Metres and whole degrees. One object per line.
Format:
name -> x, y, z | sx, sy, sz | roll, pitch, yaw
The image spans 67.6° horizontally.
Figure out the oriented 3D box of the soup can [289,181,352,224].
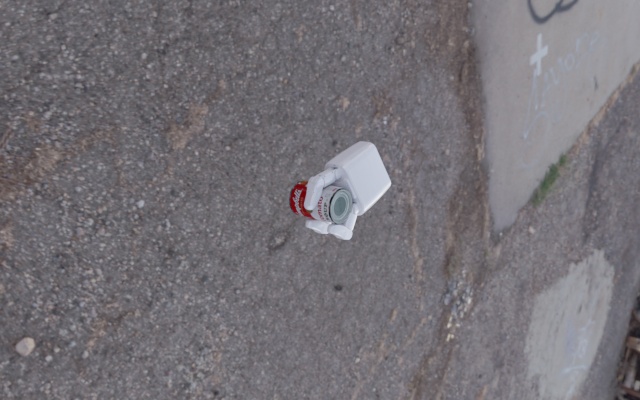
soup can -> 0.000, 0.003, 0.892 | 0.102, 0.068, 0.068 | 12, 8, 39
